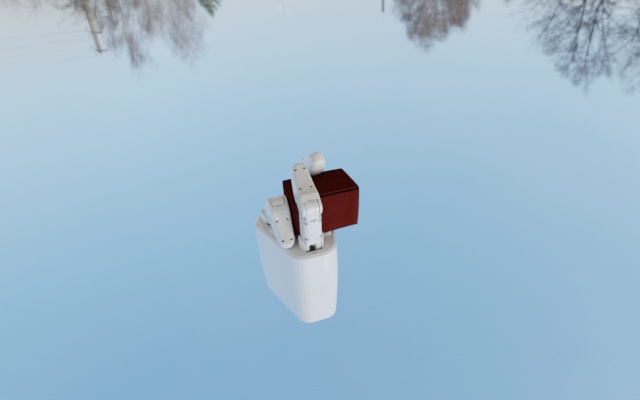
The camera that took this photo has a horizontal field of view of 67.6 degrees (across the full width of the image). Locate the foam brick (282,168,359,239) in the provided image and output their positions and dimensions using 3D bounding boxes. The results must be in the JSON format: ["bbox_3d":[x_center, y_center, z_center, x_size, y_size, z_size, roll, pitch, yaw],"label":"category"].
[{"bbox_3d":[0.000,0.002,0.557,0.078,0.051,0.053,-13,33,-14],"label":"foam brick"}]
